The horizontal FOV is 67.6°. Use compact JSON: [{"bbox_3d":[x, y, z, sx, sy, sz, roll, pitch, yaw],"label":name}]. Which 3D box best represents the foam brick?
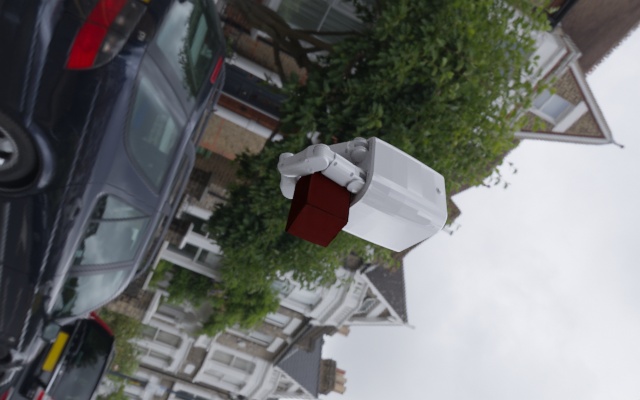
[{"bbox_3d":[0.000,0.002,0.526,0.051,0.078,0.053,26,-47,-15],"label":"foam brick"}]
